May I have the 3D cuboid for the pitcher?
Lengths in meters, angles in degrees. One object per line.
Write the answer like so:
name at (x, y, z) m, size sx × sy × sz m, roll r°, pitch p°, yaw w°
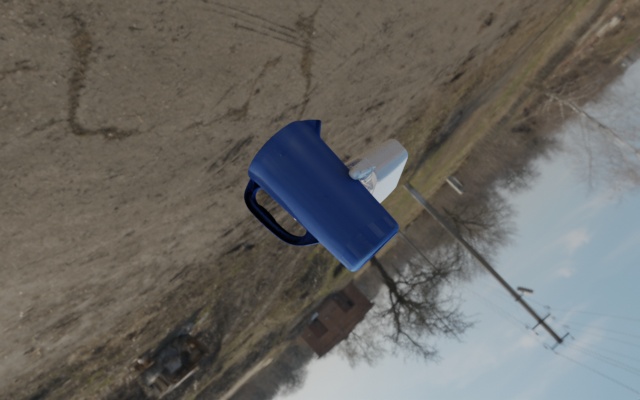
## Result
pitcher at (0.000, 0.002, 0.778) m, size 0.145 × 0.243 × 0.149 m, roll -36°, pitch -12°, yaw -39°
